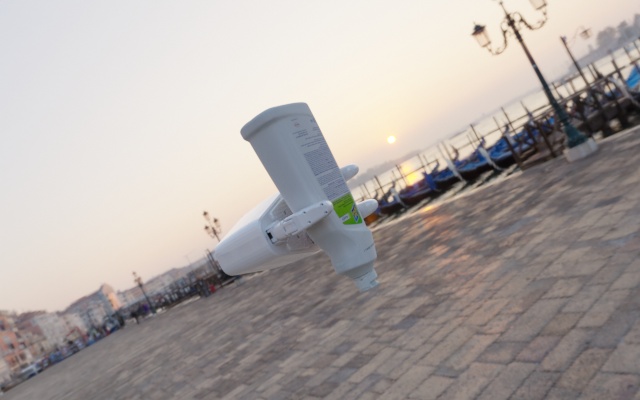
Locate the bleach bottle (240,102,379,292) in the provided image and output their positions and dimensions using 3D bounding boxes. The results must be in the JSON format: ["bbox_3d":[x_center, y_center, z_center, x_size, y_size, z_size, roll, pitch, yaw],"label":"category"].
[{"bbox_3d":[0.000,0.002,0.603,0.068,0.251,0.102,-28,0,36],"label":"bleach bottle"}]
